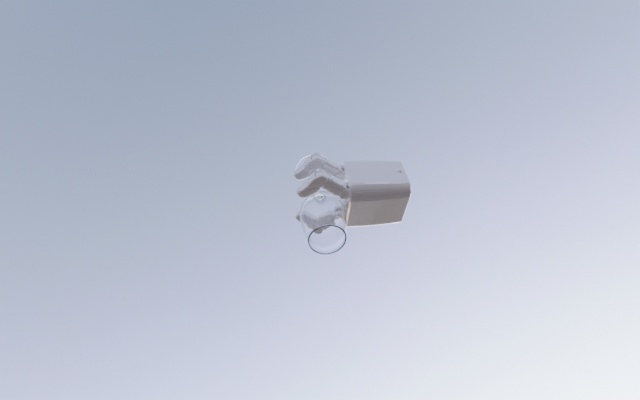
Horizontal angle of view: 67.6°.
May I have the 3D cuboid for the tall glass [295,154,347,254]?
[{"bbox_3d":[0.000,0.002,0.829,0.079,0.079,0.201,0,37,-7],"label":"tall glass"}]
